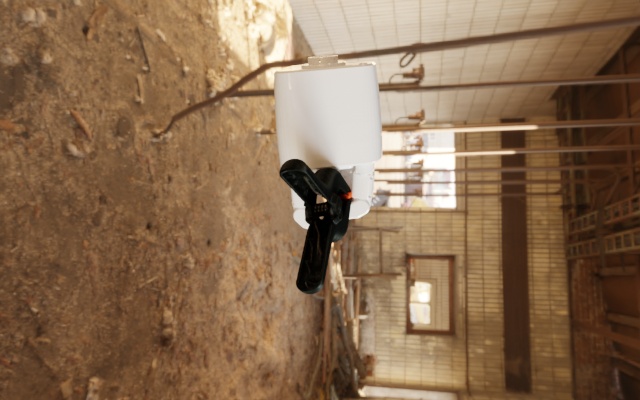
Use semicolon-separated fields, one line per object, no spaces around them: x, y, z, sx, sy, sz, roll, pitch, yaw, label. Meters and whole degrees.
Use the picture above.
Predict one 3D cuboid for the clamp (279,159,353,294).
0.001;0.002;0.477;0.039;0.120;0.171;0;20;13;clamp
